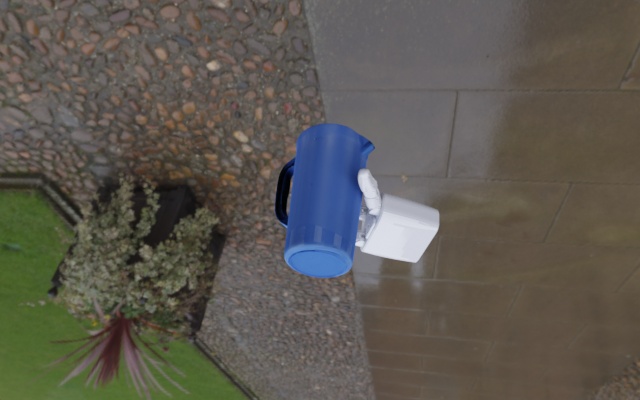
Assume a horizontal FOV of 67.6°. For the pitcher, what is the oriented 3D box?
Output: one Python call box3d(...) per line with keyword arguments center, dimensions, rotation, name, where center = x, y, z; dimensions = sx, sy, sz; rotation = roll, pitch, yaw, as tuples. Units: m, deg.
box3d(center=(0.000, 0.003, 0.807), dimensions=(0.145, 0.242, 0.149), rotation=(15, -35, -10), name="pitcher")
